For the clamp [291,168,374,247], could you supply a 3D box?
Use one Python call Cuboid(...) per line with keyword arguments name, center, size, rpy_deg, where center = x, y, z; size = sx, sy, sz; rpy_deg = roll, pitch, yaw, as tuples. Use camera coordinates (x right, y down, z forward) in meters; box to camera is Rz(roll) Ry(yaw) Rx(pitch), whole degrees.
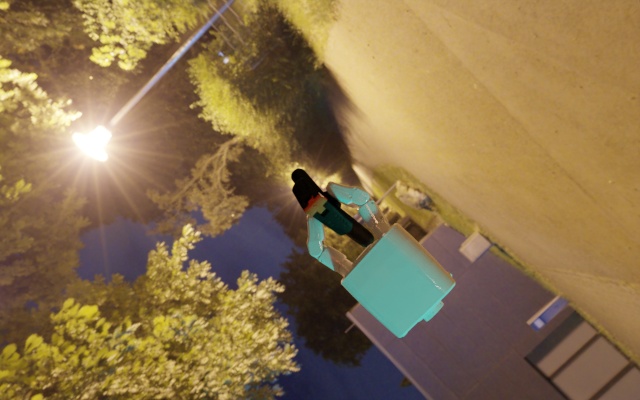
Cuboid(name="clamp", center=(0.000, 0.003, 0.654), size=(0.164, 0.036, 0.210), rpy_deg=(43, 4, 13))
